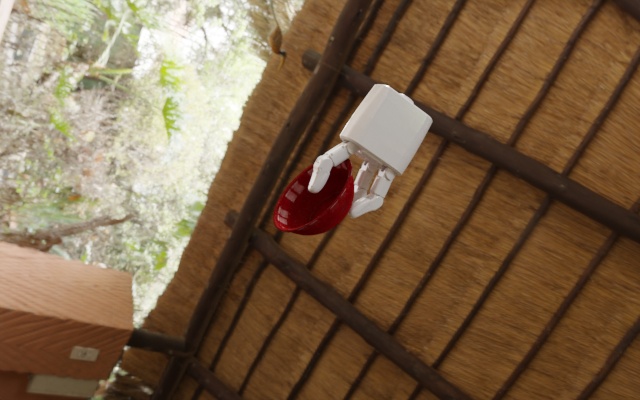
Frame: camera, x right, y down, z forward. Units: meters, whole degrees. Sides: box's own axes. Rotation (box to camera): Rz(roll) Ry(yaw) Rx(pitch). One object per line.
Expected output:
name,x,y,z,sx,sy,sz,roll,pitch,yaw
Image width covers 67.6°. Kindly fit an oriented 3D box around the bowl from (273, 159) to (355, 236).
bowl,-0.001,0.004,0.784,0.162,0.162,0.055,0,-40,51
